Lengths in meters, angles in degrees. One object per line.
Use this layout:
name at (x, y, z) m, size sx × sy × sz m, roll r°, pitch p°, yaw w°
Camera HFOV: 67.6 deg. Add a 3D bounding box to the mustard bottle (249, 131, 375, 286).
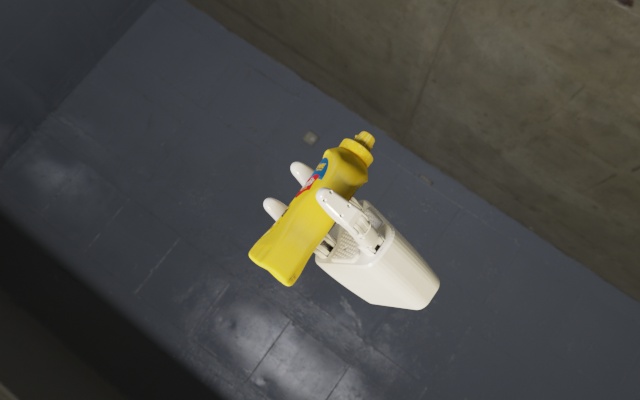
mustard bottle at (0.000, 0.002, 0.530) m, size 0.058 × 0.191 × 0.096 m, roll 38°, pitch -10°, yaw -5°
